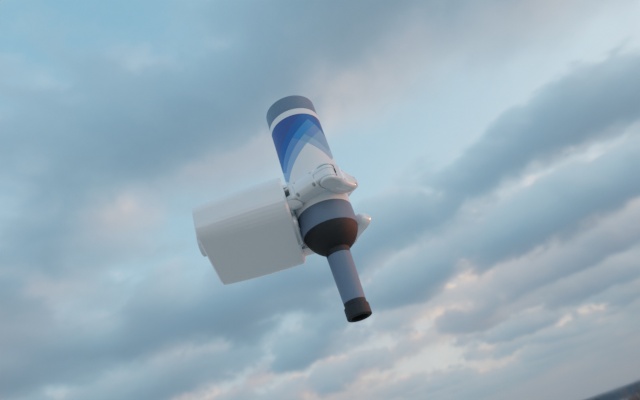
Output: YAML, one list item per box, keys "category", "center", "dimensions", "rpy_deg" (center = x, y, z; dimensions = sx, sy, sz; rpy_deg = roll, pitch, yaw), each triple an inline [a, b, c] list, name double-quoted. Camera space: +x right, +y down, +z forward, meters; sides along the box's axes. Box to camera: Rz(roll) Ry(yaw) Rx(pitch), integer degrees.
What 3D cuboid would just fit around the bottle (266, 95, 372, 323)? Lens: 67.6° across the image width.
- category: "bottle"
  center: [0.000, 0.002, 0.571]
  dimensions: [0.069, 0.295, 0.069]
  rpy_deg: [-14, -31, -8]
